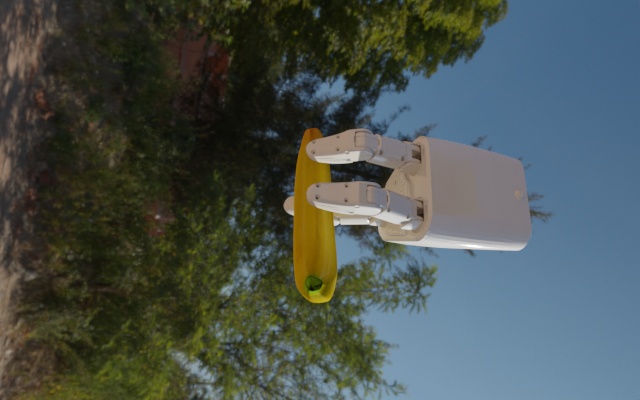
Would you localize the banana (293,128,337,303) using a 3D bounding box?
[{"bbox_3d":[-0.004,0.017,0.423,0.037,0.070,0.197,7,42,-10],"label":"banana"}]
